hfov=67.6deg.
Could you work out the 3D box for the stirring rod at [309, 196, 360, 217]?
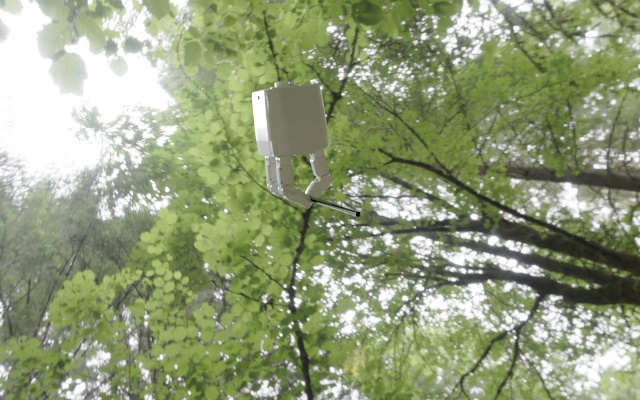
[{"bbox_3d":[0.000,0.002,0.752,0.011,0.011,0.239,0,8,-25],"label":"stirring rod"}]
